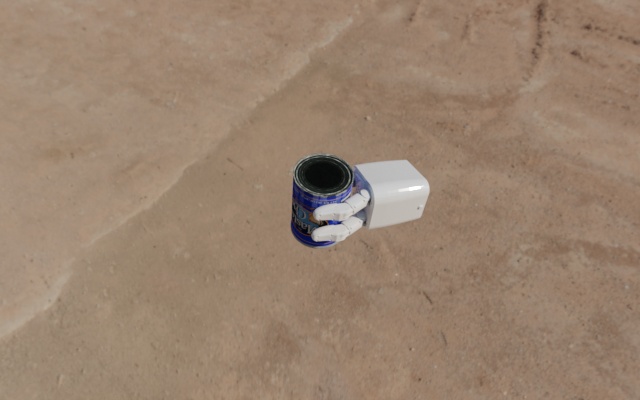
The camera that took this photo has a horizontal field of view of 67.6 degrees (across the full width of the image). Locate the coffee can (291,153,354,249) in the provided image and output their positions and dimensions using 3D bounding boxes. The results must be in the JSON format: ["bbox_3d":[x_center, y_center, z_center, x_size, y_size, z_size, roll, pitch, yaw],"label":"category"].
[{"bbox_3d":[0.000,0.003,0.841,0.103,0.102,0.140,0,-42,-5],"label":"coffee can"}]
